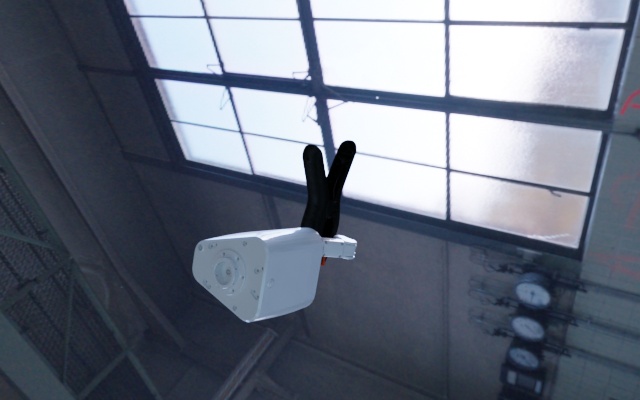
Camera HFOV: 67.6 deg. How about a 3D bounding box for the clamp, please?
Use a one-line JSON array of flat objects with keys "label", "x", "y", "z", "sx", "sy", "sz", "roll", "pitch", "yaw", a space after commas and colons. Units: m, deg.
[{"label": "clamp", "x": 0.000, "y": 0.002, "z": 0.610, "sx": 0.039, "sy": 0.171, "sz": 0.120, "roll": 14, "pitch": 7, "yaw": 31}]
